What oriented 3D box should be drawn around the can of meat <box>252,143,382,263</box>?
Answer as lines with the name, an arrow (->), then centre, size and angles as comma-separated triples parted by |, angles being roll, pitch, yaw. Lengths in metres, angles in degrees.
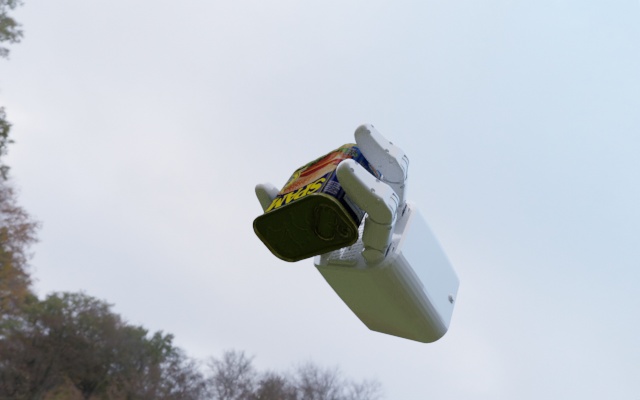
can of meat -> 0.000, 0.001, 0.436 | 0.102, 0.057, 0.084 | -22, 25, 40
